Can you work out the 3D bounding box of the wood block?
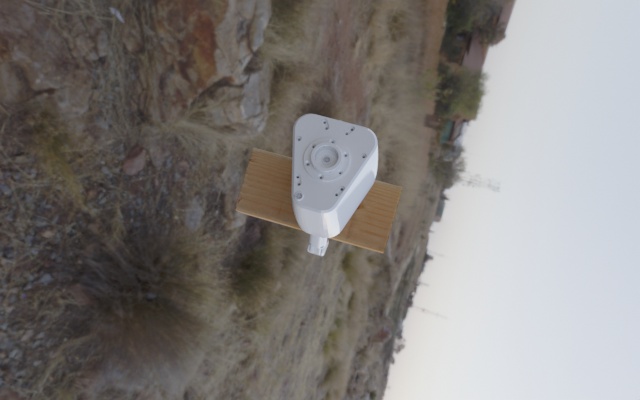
[{"bbox_3d":[0.000,0.002,0.666,0.206,0.091,0.090,16,-4,8],"label":"wood block"}]
